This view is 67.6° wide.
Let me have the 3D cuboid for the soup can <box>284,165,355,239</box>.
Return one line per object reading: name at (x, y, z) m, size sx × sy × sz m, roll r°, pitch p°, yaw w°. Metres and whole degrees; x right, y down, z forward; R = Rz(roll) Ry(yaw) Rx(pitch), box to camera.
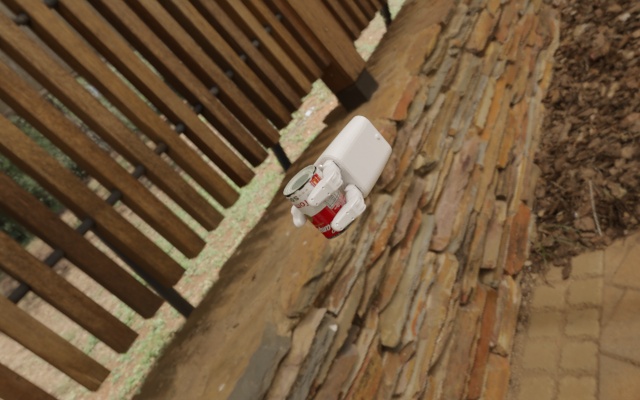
soup can at (0.000, 0.003, 0.749) m, size 0.102 × 0.068 × 0.068 m, roll 46°, pitch -19°, yaw -20°
